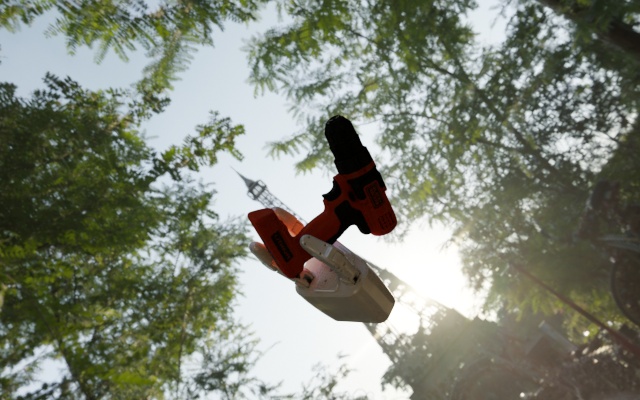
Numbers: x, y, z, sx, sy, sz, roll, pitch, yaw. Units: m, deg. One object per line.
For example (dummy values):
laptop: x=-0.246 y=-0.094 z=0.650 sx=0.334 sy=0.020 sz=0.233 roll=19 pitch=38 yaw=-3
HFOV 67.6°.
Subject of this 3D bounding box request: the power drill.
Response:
power drill: x=0.000 y=0.003 z=0.644 sx=0.187 sy=0.184 sz=0.057 roll=-31 pitch=18 yaw=-11
